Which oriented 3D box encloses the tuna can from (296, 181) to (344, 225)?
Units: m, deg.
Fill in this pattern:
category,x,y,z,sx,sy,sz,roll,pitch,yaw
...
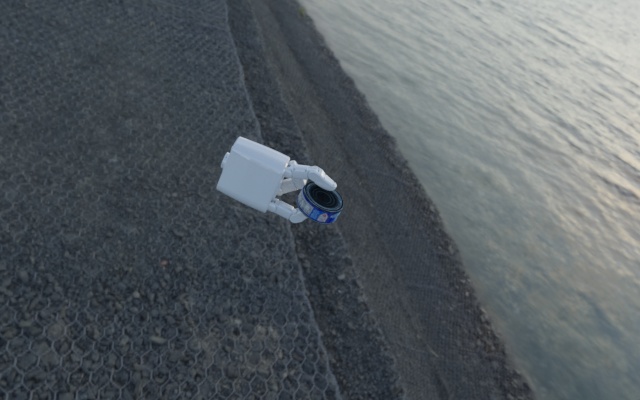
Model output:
category,x,y,z,sx,sy,sz,roll,pitch,yaw
tuna can,0.000,0.003,0.899,0.086,0.034,0.086,21,36,-16
